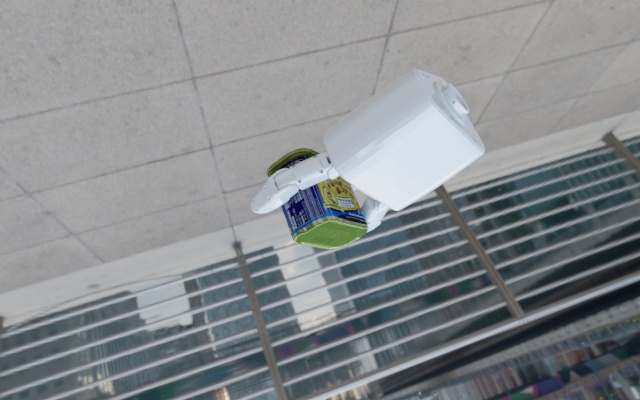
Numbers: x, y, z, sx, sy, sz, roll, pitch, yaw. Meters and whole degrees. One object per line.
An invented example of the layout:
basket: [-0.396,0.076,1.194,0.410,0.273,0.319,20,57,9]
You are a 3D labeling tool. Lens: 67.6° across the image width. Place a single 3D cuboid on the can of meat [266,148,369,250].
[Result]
can of meat: [0.000,0.002,0.507,0.057,0.084,0.102,-33,-26,25]
